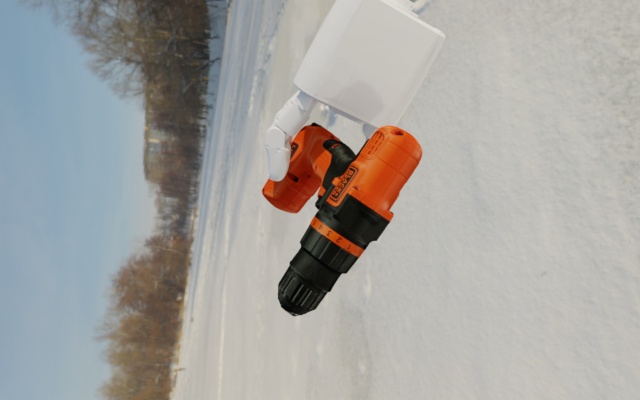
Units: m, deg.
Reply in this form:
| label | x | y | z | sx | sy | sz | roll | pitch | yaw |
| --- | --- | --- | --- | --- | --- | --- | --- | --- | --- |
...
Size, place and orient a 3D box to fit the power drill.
| label | x | y | z | sx | sy | sz | roll | pitch | yaw |
| --- | --- | --- | --- | --- | --- | --- | --- | --- | --- |
| power drill | 0.000 | 0.001 | 0.471 | 0.057 | 0.184 | 0.187 | 35 | 2 | -27 |
